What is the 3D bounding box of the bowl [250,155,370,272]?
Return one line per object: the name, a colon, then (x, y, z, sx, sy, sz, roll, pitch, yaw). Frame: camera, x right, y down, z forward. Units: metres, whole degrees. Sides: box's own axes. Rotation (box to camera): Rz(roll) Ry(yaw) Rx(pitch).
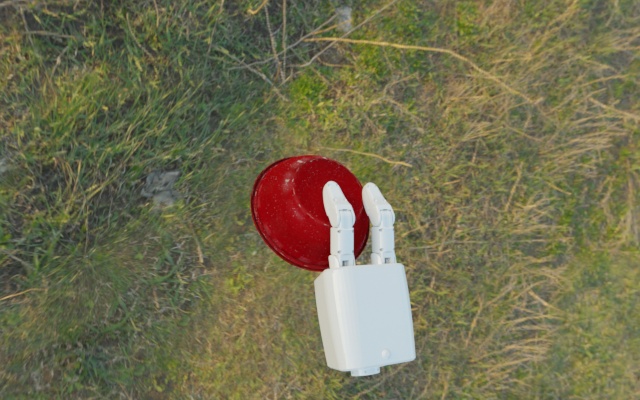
bowl: (0.000, 0.001, 0.580, 0.162, 0.162, 0.055, 0, -28, -26)
